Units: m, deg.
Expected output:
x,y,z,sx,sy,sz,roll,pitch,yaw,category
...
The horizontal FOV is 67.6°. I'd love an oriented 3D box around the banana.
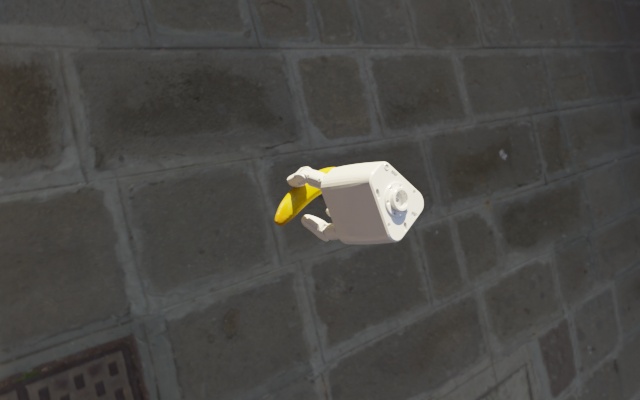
x,y,z,sx,sy,sz,roll,pitch,yaw,category
-0.001,-0.016,0.817,0.198,0.069,0.037,-19,11,-38,banana
